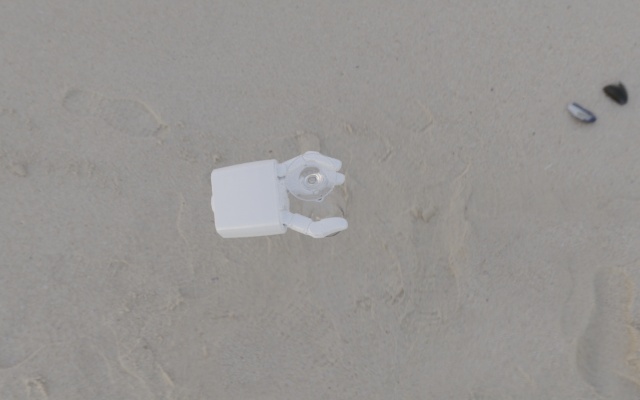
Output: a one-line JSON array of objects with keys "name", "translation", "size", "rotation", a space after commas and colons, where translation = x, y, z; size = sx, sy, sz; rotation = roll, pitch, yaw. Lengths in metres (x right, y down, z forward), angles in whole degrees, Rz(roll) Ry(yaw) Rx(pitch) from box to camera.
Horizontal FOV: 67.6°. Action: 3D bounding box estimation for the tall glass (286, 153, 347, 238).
[{"name": "tall glass", "translation": [0.000, 0.002, 0.770], "size": [0.079, 0.079, 0.201], "rotation": [0, -21, 9]}]
